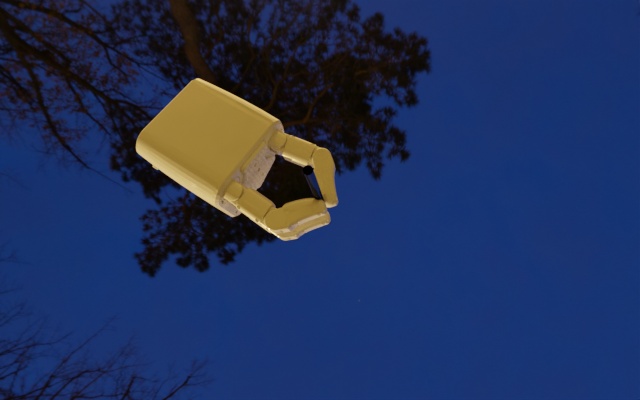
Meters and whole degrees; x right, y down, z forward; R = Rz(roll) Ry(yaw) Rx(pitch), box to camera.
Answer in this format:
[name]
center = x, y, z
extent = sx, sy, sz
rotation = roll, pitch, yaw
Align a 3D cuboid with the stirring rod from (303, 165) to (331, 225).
[stirring rod]
center = 0.000, 0.001, 0.479
extent = 0.011, 0.011, 0.239
rotation = 0, -12, 5
